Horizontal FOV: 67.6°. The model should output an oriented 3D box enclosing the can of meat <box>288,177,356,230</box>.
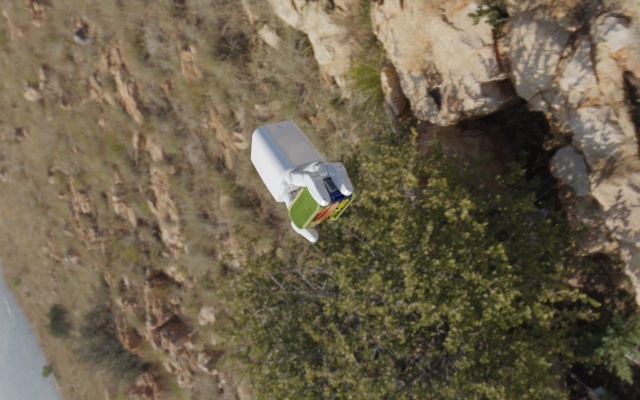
[{"bbox_3d":[0.000,0.003,0.845,0.084,0.057,0.102,-19,-22,-39],"label":"can of meat"}]
